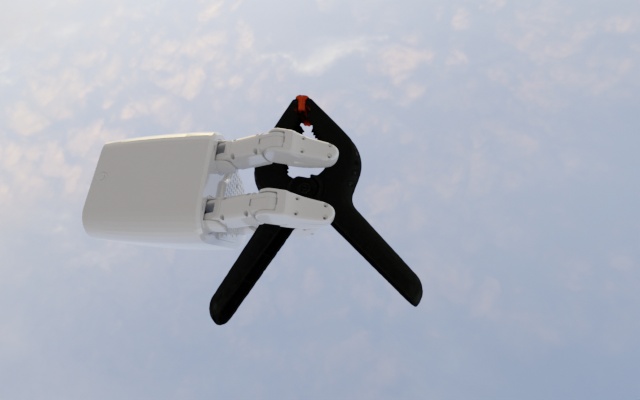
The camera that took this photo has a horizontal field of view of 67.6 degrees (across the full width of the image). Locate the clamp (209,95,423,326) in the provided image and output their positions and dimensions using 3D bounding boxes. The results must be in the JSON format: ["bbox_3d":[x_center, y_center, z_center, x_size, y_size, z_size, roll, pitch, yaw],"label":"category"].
[{"bbox_3d":[0.000,0.001,0.404,0.164,0.210,0.036,0,-26,9],"label":"clamp"}]
